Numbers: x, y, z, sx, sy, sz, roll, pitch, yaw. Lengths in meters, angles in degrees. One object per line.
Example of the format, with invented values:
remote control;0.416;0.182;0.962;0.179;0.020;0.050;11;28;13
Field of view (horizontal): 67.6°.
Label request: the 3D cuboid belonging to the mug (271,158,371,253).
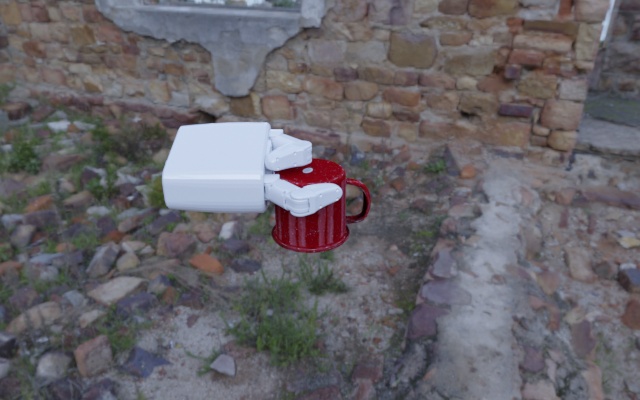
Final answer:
mug;0.002;0.002;0.551;0.117;0.081;0.093;-1;26;-2
